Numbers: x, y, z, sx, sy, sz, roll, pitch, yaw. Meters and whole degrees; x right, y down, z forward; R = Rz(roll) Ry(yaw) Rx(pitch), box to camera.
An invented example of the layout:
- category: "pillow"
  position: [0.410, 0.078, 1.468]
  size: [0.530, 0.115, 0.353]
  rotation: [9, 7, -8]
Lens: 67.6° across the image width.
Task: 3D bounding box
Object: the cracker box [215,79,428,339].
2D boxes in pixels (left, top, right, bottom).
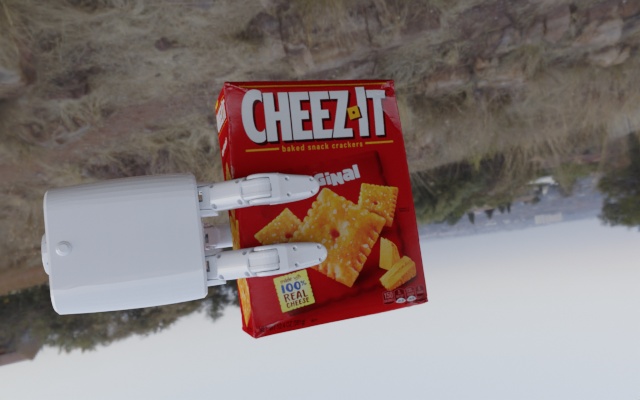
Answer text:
- category: "cracker box"
  position: [0.000, 0.002, 0.436]
  size: [0.164, 0.213, 0.072]
  rotation: [-6, -6, -19]
